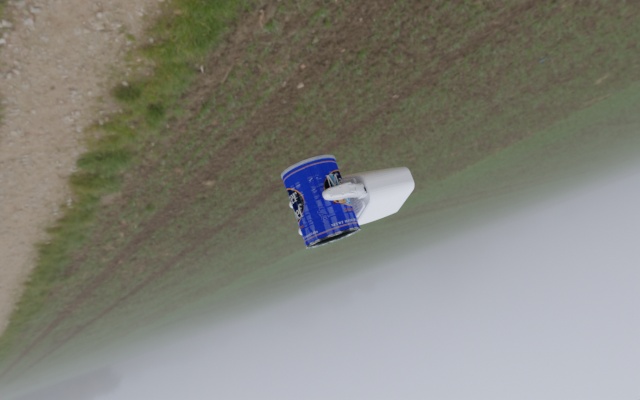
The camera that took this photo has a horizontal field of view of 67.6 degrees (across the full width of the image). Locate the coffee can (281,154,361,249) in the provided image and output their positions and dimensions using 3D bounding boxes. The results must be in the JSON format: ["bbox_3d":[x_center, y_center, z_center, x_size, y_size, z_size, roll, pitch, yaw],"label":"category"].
[{"bbox_3d":[0.000,0.003,0.847,0.103,0.140,0.103,-19,-10,-4],"label":"coffee can"}]
